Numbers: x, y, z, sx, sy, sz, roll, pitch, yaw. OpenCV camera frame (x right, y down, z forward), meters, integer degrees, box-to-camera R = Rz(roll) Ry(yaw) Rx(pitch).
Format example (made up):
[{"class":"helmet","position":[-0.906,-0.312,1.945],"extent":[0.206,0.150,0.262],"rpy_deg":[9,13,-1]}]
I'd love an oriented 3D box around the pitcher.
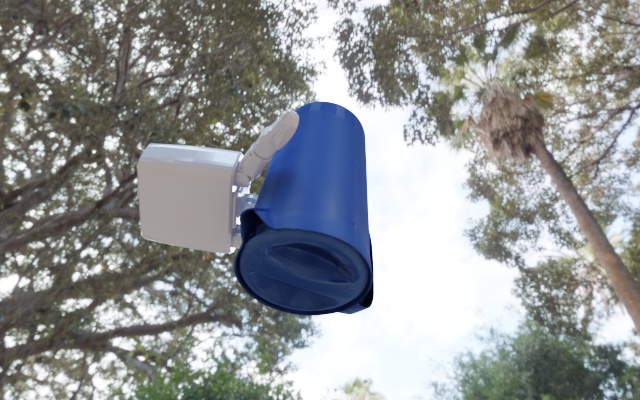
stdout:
[{"class":"pitcher","position":[0.000,0.002,0.542],"extent":[0.145,0.149,0.242],"rpy_deg":[7,44,1]}]
